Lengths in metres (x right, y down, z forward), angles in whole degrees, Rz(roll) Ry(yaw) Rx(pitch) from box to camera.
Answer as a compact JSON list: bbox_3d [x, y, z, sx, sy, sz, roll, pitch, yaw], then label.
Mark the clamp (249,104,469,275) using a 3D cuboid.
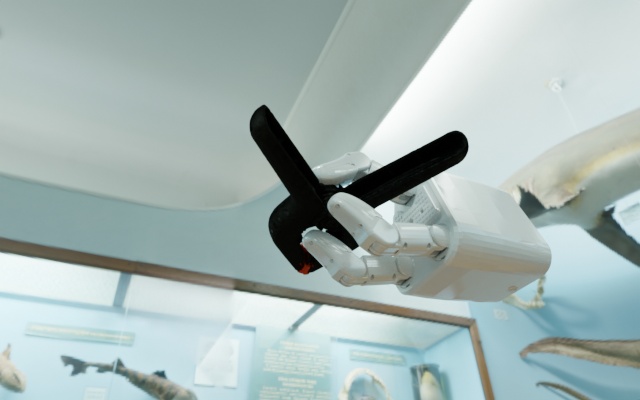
[{"bbox_3d":[0.000,0.001,0.405,0.164,0.036,0.210,10,-38,-21],"label":"clamp"}]
